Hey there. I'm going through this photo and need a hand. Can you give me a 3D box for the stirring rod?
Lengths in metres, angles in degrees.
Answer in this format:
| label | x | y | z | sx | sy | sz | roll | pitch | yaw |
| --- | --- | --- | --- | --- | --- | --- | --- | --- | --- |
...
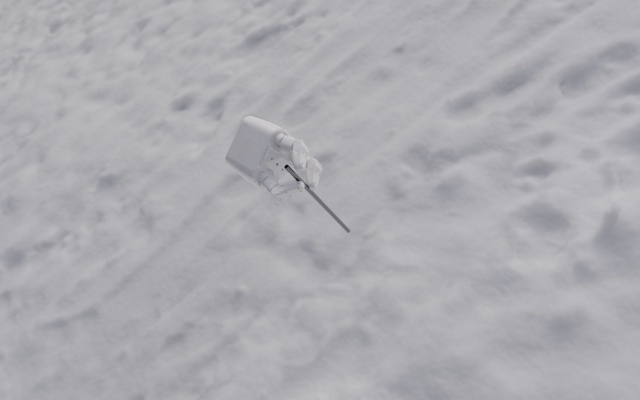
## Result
| label | x | y | z | sx | sy | sz | roll | pitch | yaw |
| --- | --- | --- | --- | --- | --- | --- | --- | --- | --- |
| stirring rod | 0.000 | 0.003 | 0.875 | 0.011 | 0.011 | 0.240 | 0 | -29 | 33 |
